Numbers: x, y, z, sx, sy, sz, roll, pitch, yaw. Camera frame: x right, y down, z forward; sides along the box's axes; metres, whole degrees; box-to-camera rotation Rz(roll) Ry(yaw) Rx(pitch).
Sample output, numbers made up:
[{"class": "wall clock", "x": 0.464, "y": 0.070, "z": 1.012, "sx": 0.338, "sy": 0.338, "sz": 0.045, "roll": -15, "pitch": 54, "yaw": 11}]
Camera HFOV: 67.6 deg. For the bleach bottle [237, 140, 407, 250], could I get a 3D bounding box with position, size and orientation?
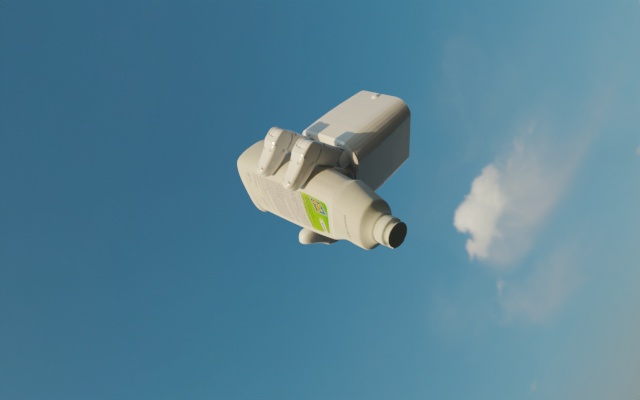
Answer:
[{"class": "bleach bottle", "x": 0.000, "y": 0.002, "z": 0.567, "sx": 0.068, "sy": 0.103, "sz": 0.250, "roll": -41, "pitch": 41, "yaw": -21}]
